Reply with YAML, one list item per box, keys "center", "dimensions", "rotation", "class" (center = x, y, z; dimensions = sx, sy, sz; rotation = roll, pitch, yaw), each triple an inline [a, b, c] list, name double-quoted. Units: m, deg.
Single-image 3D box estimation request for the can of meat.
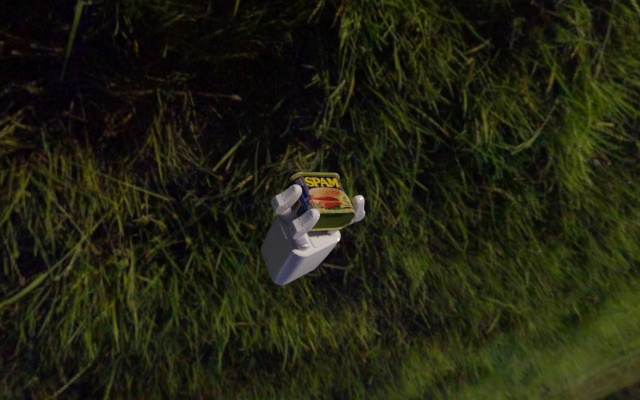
- center: [0.000, 0.003, 0.801]
  dimensions: [0.102, 0.084, 0.057]
  rotation: [0, -39, -37]
  class: "can of meat"
